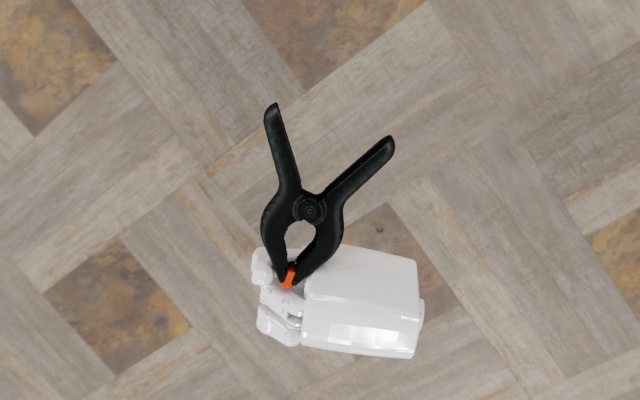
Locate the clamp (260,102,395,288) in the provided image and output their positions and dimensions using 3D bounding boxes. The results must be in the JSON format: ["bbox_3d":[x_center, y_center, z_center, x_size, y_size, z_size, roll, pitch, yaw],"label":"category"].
[{"bbox_3d":[0.000,0.002,0.444,0.120,0.171,0.039,8,19,1],"label":"clamp"}]
